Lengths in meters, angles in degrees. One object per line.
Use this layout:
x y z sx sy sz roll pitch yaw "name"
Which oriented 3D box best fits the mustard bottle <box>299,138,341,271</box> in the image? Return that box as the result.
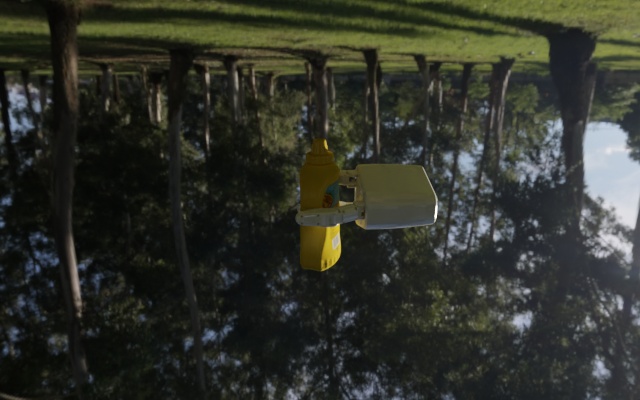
0.000 0.003 0.721 0.058 0.192 0.096 7 20 19 "mustard bottle"
